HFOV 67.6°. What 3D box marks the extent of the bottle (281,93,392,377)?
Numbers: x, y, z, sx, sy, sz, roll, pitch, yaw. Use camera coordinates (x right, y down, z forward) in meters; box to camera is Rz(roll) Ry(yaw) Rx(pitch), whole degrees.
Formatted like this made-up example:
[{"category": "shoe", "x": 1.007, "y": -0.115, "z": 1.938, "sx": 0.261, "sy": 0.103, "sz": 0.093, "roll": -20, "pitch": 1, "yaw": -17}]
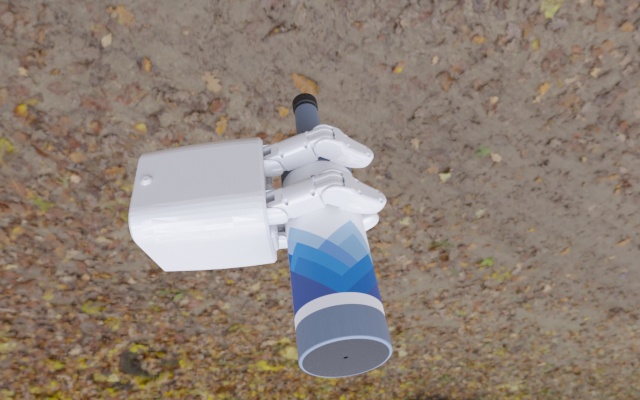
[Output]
[{"category": "bottle", "x": 0.000, "y": 0.002, "z": 0.430, "sx": 0.069, "sy": 0.295, "sz": 0.069, "roll": -5, "pitch": -41, "yaw": -5}]
